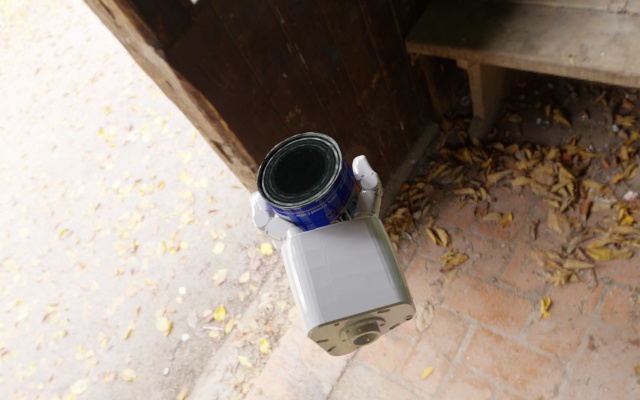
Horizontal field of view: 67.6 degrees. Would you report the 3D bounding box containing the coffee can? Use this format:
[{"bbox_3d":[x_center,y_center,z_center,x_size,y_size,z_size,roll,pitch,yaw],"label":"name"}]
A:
[{"bbox_3d":[0.000,0.002,0.577,0.103,0.102,0.140,0,-32,24],"label":"coffee can"}]
